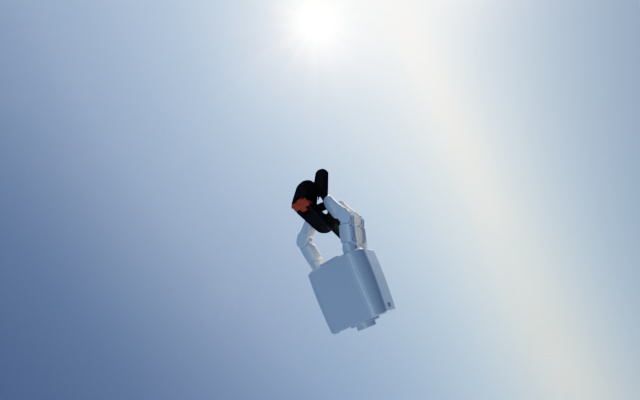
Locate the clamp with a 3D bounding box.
[{"bbox_3d":[-0.001,0.003,0.821,0.036,0.164,0.210,-29,-18,16],"label":"clamp"}]
